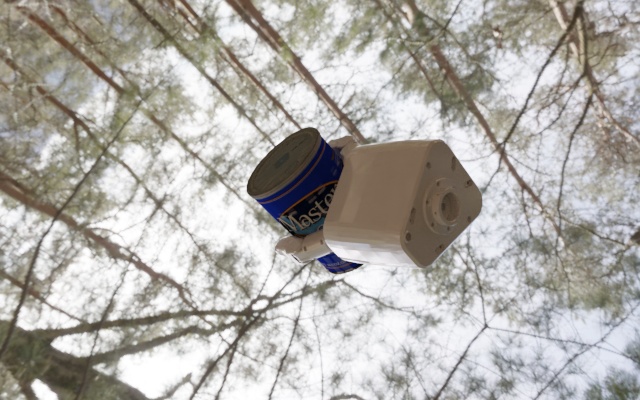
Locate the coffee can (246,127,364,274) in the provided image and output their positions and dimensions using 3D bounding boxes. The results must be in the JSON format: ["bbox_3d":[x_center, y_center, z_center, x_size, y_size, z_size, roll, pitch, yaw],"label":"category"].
[{"bbox_3d":[0.000,0.002,0.546,0.140,0.102,0.103,47,-25,-26],"label":"coffee can"}]
